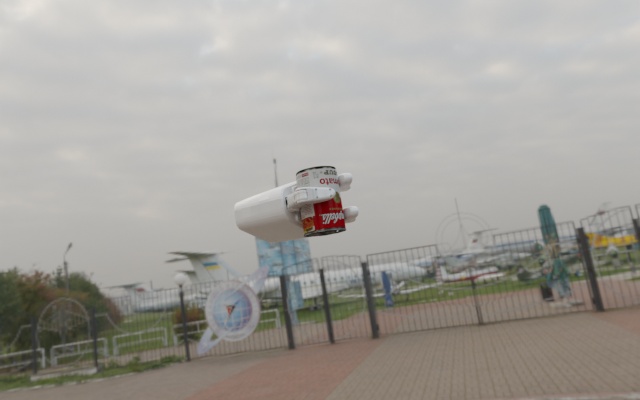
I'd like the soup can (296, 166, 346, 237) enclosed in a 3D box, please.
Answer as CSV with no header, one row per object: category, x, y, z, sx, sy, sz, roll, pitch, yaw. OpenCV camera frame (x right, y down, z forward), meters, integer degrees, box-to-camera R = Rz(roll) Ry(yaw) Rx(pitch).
soup can,0.000,0.002,0.759,0.068,0.102,0.068,-8,-10,-1
